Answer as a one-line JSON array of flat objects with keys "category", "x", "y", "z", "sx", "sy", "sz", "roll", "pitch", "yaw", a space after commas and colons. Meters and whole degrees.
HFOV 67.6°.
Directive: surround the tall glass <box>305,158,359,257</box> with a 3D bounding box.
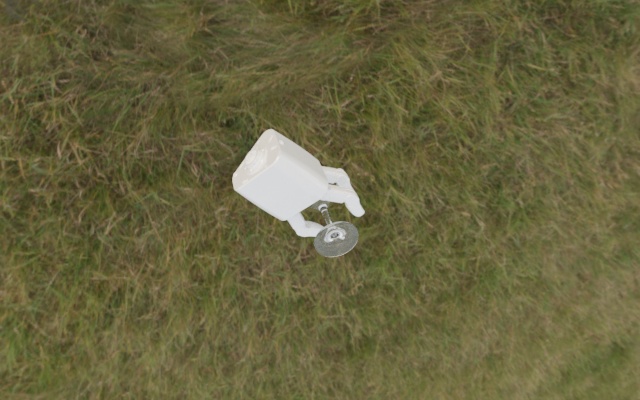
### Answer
[{"category": "tall glass", "x": 0.000, "y": 0.003, "z": 0.834, "sx": 0.079, "sy": 0.079, "sz": 0.201, "roll": 0, "pitch": 37, "yaw": -19}]
